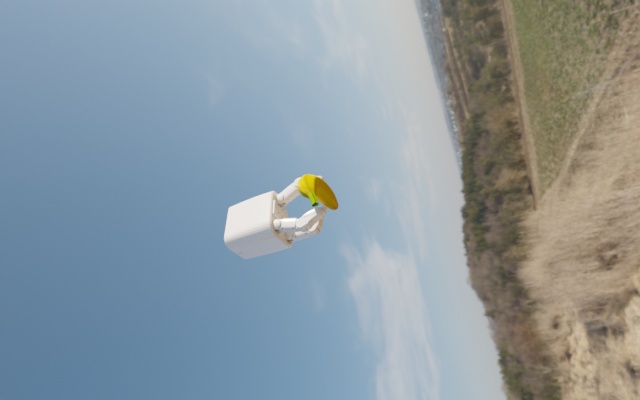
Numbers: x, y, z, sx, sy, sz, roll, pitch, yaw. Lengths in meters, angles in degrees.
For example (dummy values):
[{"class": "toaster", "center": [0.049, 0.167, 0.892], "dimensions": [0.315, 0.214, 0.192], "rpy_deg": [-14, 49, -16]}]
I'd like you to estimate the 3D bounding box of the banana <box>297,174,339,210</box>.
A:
[{"class": "banana", "center": [-0.007, -0.015, 0.897], "dimensions": [0.037, 0.069, 0.198], "rpy_deg": [-21, -7, 13]}]
